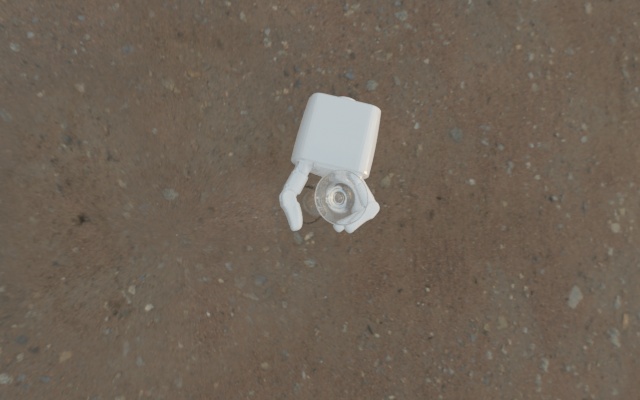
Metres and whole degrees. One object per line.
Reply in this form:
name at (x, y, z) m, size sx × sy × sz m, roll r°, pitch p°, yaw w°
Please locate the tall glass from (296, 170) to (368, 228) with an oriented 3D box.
tall glass at (0.000, 0.002, 0.722) m, size 0.079 × 0.079 × 0.201 m, roll 0°, pitch -4°, yaw -17°
